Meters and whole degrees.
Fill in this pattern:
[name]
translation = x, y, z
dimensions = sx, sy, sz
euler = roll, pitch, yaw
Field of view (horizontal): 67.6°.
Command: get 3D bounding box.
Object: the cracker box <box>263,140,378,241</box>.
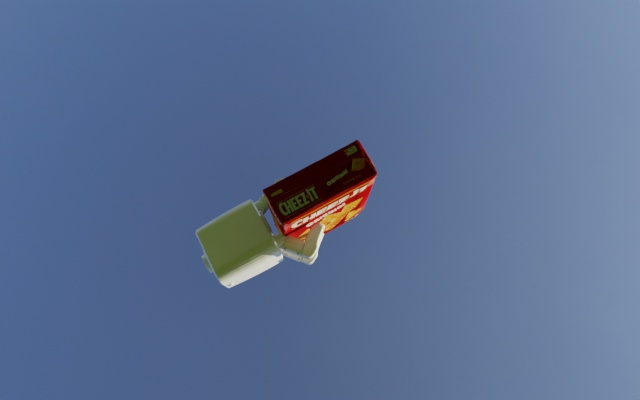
[cracker box]
translation = 0.000, 0.003, 0.795
dimensions = 0.164, 0.072, 0.214
euler = -29, -13, -9
